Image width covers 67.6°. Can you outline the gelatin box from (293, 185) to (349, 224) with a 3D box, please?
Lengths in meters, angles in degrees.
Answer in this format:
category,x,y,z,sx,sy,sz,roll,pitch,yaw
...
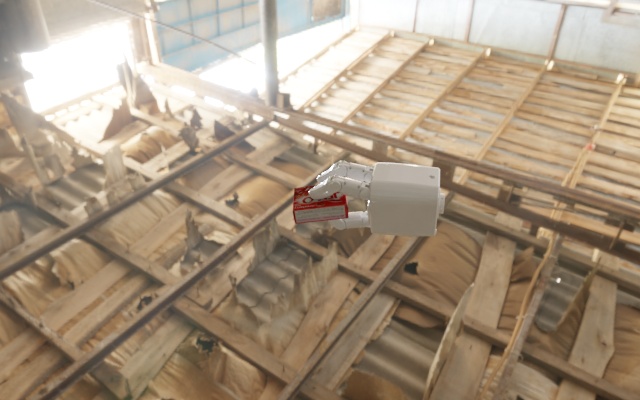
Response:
category,x,y,z,sx,sy,sz,roll,pitch,yaw
gelatin box,0.000,0.003,0.789,0.089,0.030,0.073,-7,31,3
